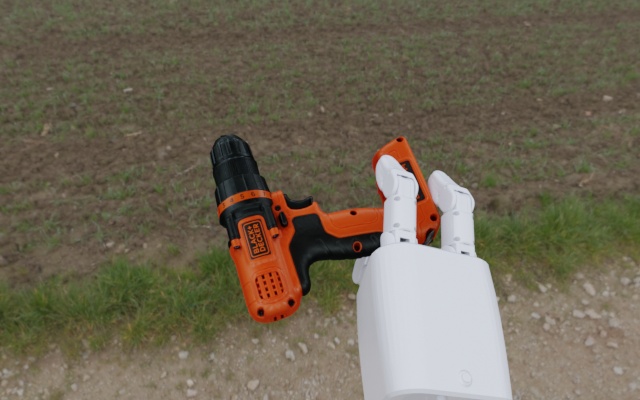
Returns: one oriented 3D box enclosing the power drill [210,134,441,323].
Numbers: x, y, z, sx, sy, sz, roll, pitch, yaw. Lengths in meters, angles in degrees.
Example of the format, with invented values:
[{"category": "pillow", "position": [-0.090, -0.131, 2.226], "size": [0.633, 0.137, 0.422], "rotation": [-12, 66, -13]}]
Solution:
[{"category": "power drill", "position": [0.001, 0.002, 0.444], "size": [0.187, 0.184, 0.057], "rotation": [-16, -21, -8]}]
